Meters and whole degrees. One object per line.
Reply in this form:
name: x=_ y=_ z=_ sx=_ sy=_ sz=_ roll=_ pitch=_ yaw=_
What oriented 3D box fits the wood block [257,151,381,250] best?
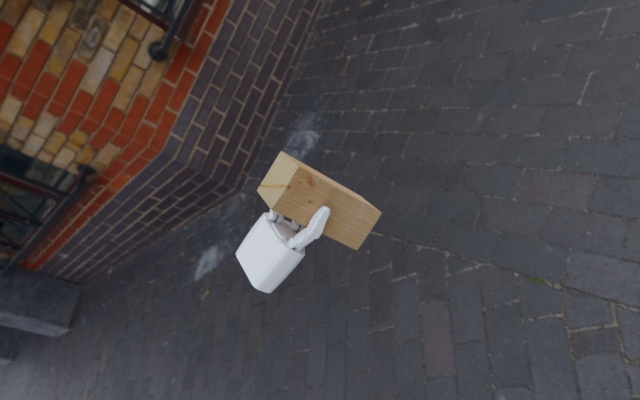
wood block: x=0.000 y=0.003 z=0.890 sx=0.206 sy=0.090 sz=0.090 roll=28 pitch=10 yaw=-33
